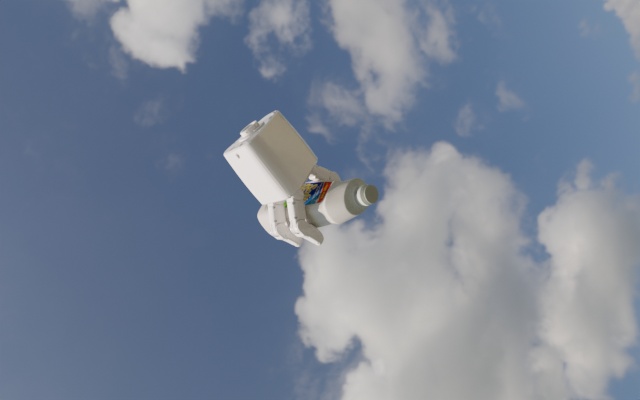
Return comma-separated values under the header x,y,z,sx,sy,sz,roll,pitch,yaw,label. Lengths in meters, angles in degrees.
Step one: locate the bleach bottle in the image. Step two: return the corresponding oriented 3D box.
x,y,z,sx,sy,sz,roll,pitch,yaw,label
0.000,0.003,0.786,0.251,0.068,0.102,-13,31,50,bleach bottle
